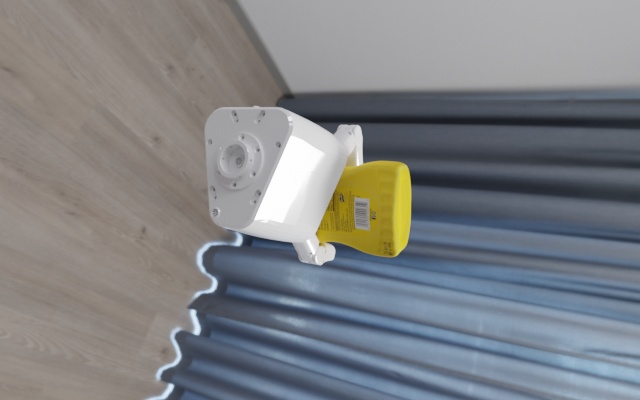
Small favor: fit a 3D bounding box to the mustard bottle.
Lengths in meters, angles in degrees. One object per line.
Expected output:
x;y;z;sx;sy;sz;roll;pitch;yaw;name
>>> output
0.000;0.002;0.525;0.191;0.096;0.058;6;18;27;mustard bottle
